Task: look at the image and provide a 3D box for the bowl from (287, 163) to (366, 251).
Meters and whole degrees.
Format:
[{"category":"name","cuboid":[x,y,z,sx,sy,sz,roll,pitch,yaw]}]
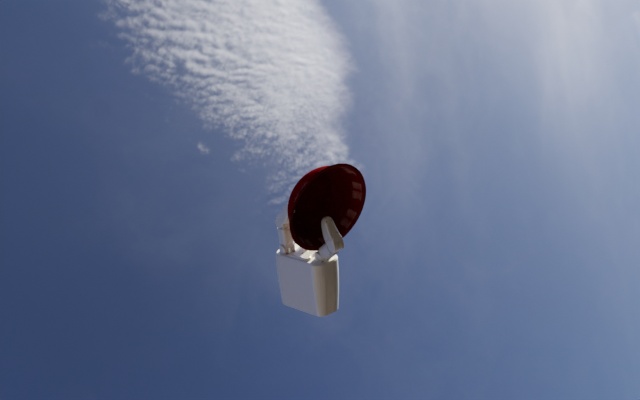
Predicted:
[{"category":"bowl","cuboid":[0.000,0.001,0.811,0.162,0.162,0.055,0,26,-42]}]
